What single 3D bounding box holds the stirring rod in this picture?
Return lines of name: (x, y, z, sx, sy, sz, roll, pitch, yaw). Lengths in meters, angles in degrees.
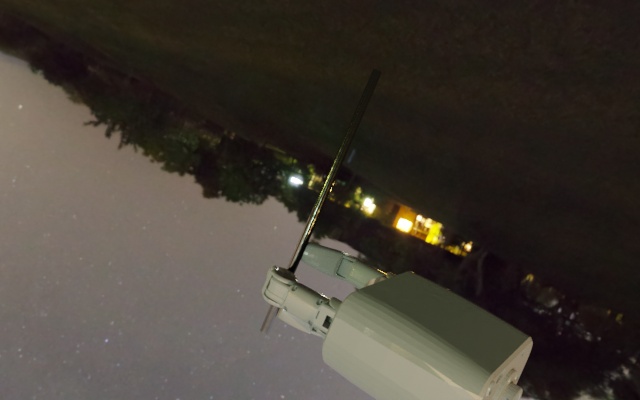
stirring rod: (0.000, 0.001, 0.404, 0.011, 0.239, 0.011, 23, 1, 0)
